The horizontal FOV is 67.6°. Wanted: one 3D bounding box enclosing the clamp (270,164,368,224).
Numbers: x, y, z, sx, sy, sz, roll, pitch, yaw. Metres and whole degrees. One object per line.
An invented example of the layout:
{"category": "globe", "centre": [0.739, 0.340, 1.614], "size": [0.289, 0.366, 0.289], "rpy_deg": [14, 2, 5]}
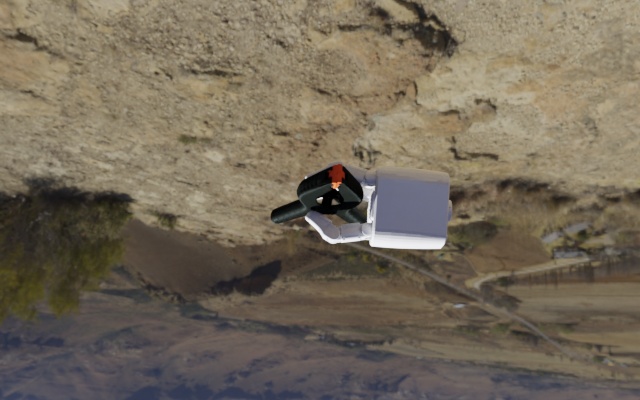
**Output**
{"category": "clamp", "centre": [0.000, 0.003, 0.708], "size": [0.164, 0.036, 0.210], "rpy_deg": [2, -21, 1]}
